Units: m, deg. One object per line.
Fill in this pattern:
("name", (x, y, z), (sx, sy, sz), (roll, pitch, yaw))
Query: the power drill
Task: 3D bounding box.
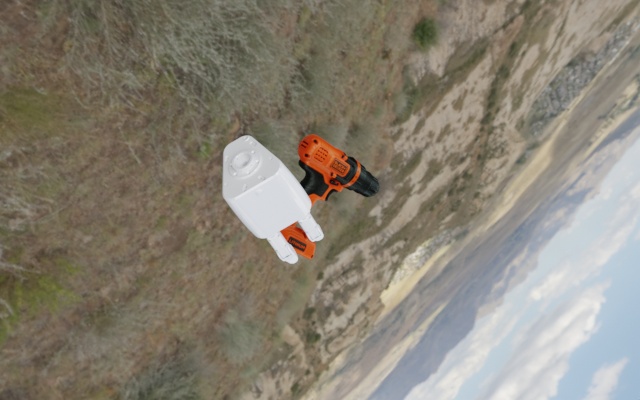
("power drill", (0.000, 0.003, 0.813), (0.184, 0.187, 0.057), (30, 3, -37))
